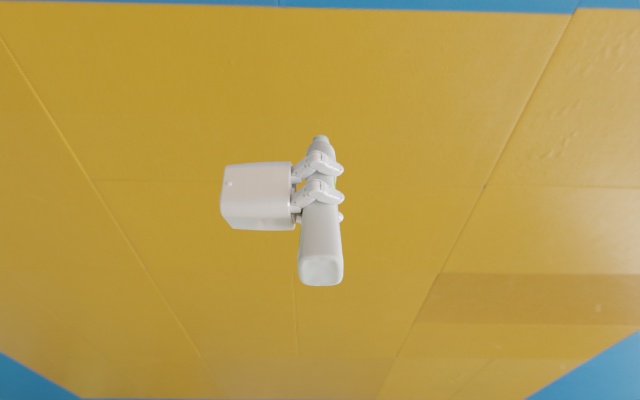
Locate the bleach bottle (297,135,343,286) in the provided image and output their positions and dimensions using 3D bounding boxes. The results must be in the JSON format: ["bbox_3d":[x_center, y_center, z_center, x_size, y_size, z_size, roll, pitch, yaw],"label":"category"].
[{"bbox_3d":[0.000,0.003,0.771,0.068,0.250,0.103,-1,-35,1],"label":"bleach bottle"}]
